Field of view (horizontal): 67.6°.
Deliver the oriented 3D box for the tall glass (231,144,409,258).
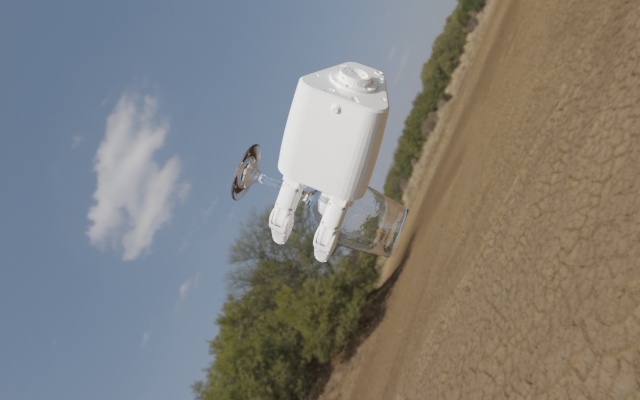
[{"bbox_3d":[-0.001,0.002,0.569,0.201,0.079,0.079,22,3,9],"label":"tall glass"}]
